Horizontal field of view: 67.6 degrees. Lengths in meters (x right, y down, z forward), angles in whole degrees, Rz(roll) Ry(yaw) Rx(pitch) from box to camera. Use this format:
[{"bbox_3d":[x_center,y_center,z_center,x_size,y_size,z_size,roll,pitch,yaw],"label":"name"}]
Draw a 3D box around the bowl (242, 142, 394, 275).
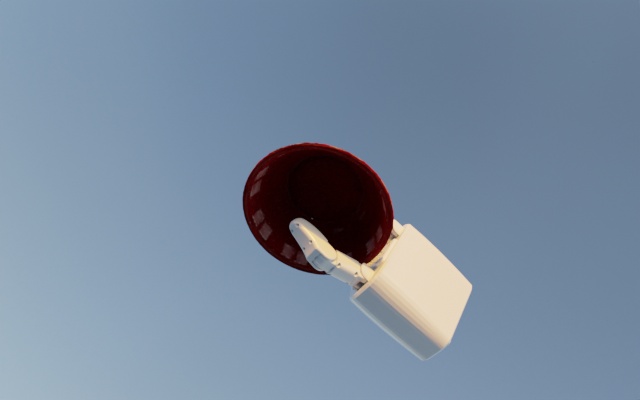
[{"bbox_3d":[-0.001,0.001,0.521,0.162,0.162,0.055,0,31,13],"label":"bowl"}]
